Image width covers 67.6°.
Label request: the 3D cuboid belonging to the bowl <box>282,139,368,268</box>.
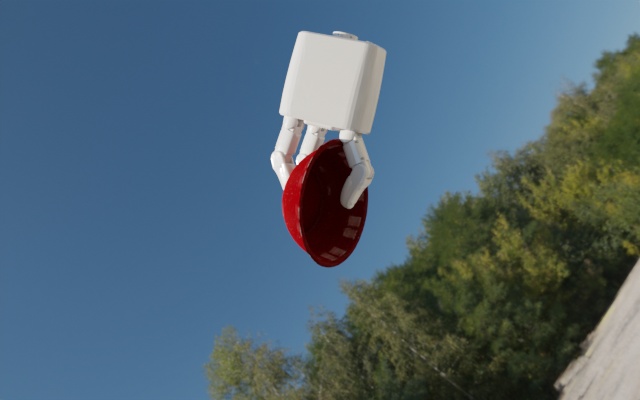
[{"bbox_3d":[-0.001,0.003,0.612,0.055,0.162,0.162,5,3,34],"label":"bowl"}]
